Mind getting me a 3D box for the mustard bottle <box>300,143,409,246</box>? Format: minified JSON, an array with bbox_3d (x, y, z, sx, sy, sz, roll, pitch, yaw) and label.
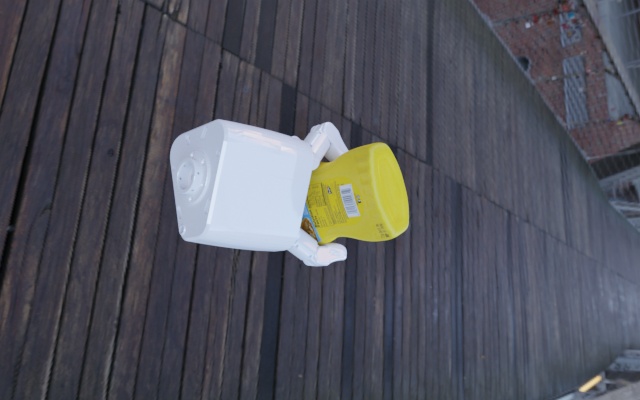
[{"bbox_3d":[0.001,0.002,0.531,0.191,0.096,0.058,-10,10,42],"label":"mustard bottle"}]
